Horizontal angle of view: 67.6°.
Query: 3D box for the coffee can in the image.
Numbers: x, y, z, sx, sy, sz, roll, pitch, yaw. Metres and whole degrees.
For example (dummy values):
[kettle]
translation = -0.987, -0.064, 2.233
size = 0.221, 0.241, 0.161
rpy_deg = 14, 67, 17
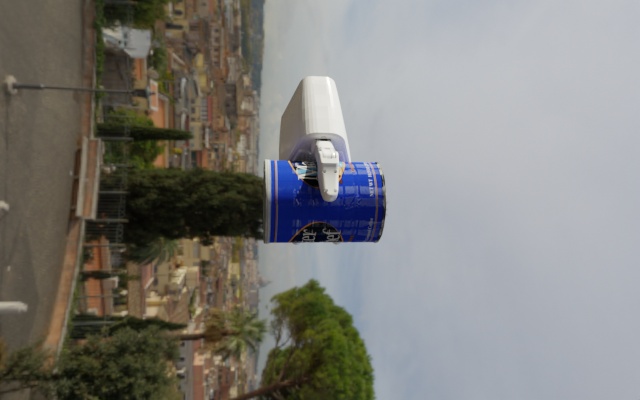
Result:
[coffee can]
translation = 0.000, 0.002, 0.591
size = 0.140, 0.103, 0.103
rpy_deg = 0, 0, -8
